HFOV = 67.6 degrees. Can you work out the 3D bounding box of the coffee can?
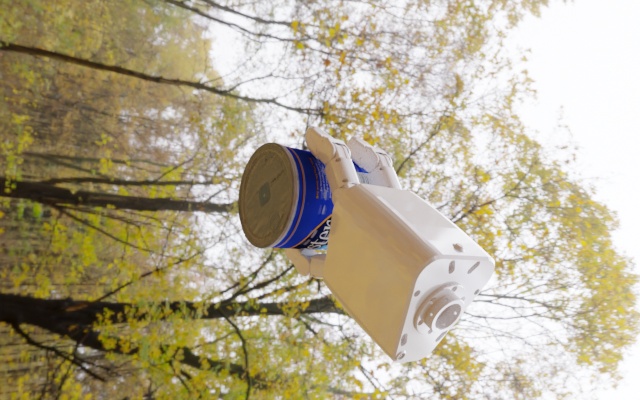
[{"bbox_3d":[0.000,0.002,0.500,0.140,0.103,0.103,7,-4,-37],"label":"coffee can"}]
